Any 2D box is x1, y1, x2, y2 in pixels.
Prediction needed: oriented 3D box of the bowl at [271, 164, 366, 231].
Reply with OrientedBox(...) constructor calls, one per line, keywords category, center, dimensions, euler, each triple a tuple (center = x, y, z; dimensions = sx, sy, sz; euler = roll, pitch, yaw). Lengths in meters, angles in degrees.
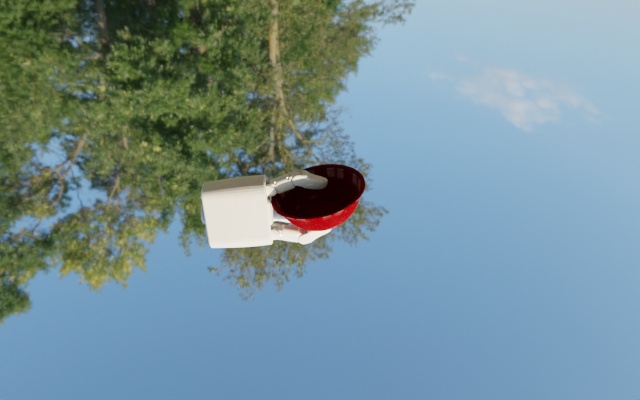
OrientedBox(category="bowl", center=(0.002, 0.003, 0.810), dimensions=(0.162, 0.055, 0.162), euler=(-10, 34, 7))
